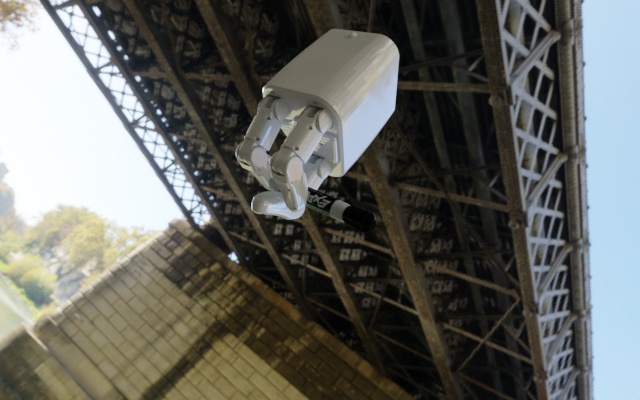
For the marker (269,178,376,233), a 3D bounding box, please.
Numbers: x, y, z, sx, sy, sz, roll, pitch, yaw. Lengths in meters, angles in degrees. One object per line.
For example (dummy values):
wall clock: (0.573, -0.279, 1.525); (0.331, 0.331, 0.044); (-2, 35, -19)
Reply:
marker: (0.000, 0.001, 0.440); (0.121, 0.020, 0.020); (23, 14, 36)
